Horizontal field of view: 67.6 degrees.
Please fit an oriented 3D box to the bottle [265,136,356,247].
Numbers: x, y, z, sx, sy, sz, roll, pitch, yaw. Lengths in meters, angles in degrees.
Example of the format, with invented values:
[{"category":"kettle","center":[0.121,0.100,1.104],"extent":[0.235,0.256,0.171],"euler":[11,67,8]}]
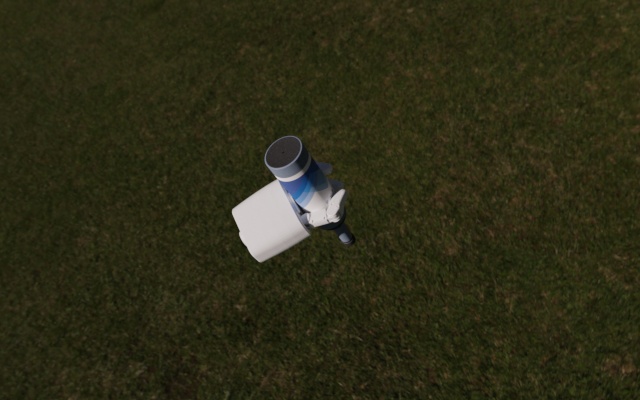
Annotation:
[{"category":"bottle","center":[0.000,0.003,0.857],"extent":[0.069,0.069,0.296],"euler":[0,-32,28]}]
